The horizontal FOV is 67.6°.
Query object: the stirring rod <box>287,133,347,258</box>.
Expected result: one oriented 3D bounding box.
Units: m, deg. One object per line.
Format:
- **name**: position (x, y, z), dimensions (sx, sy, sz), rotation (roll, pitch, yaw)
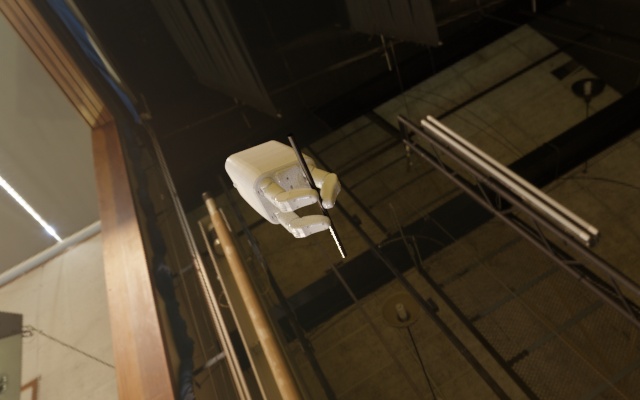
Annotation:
- **stirring rod**: position (0.000, 0.002, 0.680), dimensions (0.011, 0.240, 0.011), rotation (-14, 40, 12)
